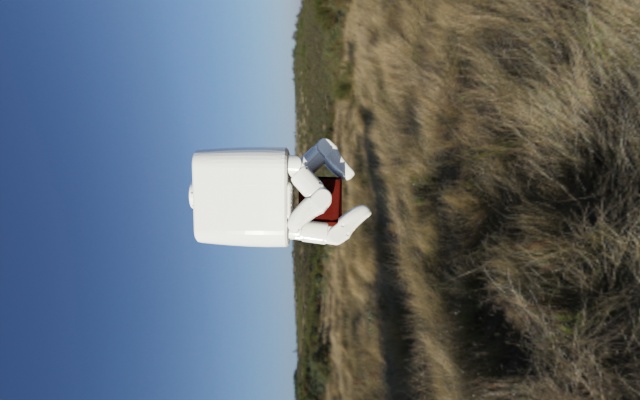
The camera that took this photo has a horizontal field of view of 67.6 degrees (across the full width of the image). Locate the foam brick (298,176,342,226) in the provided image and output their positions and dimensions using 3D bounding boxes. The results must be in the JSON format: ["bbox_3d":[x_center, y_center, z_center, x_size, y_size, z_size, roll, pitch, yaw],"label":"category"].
[{"bbox_3d":[0.000,0.002,0.593,0.051,0.053,0.078,1,-9,1],"label":"foam brick"}]
